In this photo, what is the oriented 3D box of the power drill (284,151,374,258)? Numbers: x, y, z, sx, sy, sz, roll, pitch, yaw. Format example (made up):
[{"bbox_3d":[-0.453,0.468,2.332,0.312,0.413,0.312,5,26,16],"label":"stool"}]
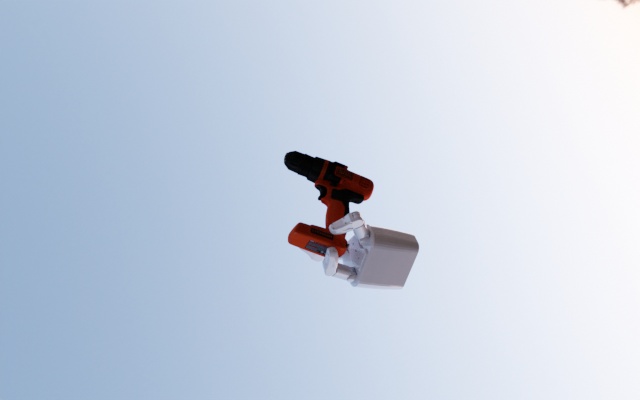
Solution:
[{"bbox_3d":[0.000,0.003,0.885,0.184,0.187,0.057,20,-33,-5],"label":"power drill"}]
